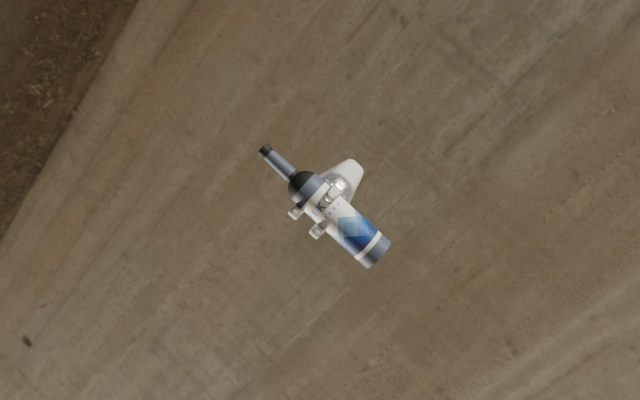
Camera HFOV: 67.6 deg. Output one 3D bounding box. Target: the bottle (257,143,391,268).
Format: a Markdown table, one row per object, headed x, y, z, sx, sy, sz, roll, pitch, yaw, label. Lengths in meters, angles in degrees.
| x | y | z | sx | sy | sz | roll | pitch | yaw | label |
| --- | --- | --- | --- | --- | --- | --- | --- | --- | --- |
| 0.000 | 0.003 | 0.887 | 0.296 | 0.069 | 0.069 | 43 | -1 | -1 | bottle |
